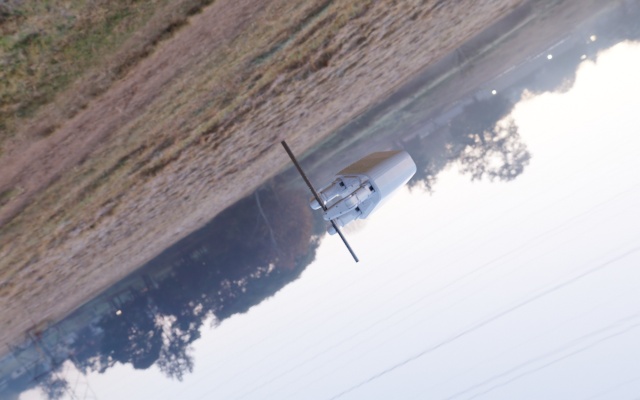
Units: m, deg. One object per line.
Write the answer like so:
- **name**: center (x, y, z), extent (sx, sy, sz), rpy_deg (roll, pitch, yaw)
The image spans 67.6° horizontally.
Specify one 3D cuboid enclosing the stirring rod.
- **stirring rod**: center (0.000, 0.003, 0.806), extent (0.011, 0.239, 0.011), rpy_deg (-32, 3, 2)
